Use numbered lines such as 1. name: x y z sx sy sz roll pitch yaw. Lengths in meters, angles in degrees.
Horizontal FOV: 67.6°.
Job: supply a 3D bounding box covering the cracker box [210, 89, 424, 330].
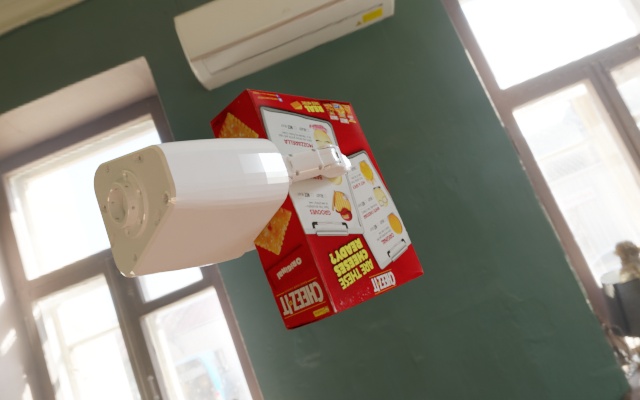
1. cracker box: 0.000 0.001 0.486 0.072 0.213 0.164 -30 -14 37
